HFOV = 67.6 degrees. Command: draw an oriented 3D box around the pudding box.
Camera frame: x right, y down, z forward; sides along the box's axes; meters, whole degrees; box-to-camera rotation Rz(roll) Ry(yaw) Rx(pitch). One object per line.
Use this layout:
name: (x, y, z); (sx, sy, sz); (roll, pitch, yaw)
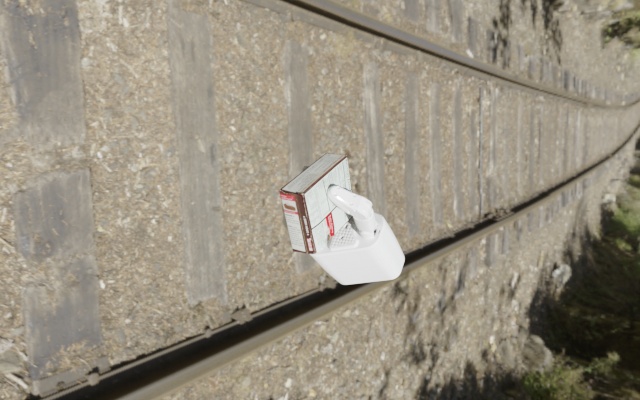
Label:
pudding box: (0.000, 0.002, 0.611); (0.039, 0.090, 0.113); (6, 32, 31)
